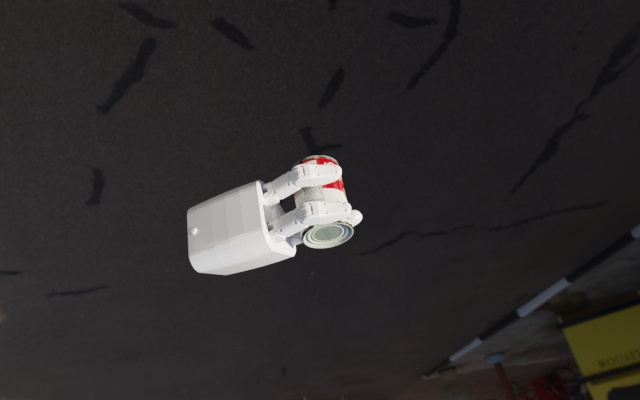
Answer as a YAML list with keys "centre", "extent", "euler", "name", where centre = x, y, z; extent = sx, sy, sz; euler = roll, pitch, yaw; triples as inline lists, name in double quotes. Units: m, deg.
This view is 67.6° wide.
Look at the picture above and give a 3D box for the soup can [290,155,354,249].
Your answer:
- centre: [0.001, 0.002, 0.617]
  extent: [0.068, 0.102, 0.068]
  euler: [-9, -32, -5]
  name: "soup can"
